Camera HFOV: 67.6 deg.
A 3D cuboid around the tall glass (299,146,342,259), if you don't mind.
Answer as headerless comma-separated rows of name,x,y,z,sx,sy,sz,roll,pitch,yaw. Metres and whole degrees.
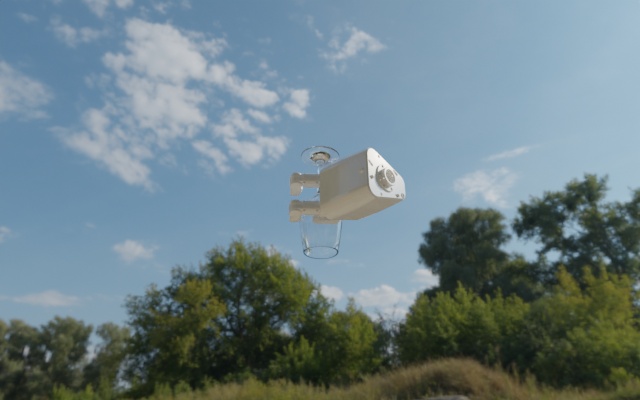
tall glass,0.000,0.002,0.878,0.079,0.201,0.079,0,-27,0
